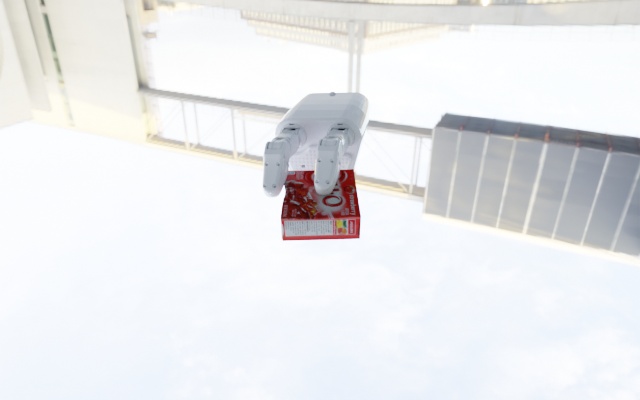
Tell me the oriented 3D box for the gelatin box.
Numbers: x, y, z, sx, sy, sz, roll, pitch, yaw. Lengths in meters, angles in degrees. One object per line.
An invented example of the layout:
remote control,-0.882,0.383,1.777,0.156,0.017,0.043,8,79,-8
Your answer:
gelatin box,0.000,0.002,0.468,0.073,0.030,0.089,-1,34,1
